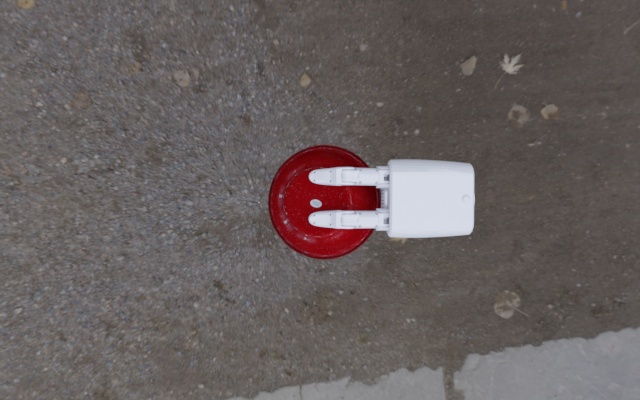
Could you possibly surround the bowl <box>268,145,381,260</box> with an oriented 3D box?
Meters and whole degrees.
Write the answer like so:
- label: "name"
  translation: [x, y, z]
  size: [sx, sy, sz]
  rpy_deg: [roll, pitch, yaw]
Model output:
- label: "bowl"
  translation: [-0.001, 0.002, 0.647]
  size: [0.162, 0.162, 0.055]
  rpy_deg: [0, 0, 10]
